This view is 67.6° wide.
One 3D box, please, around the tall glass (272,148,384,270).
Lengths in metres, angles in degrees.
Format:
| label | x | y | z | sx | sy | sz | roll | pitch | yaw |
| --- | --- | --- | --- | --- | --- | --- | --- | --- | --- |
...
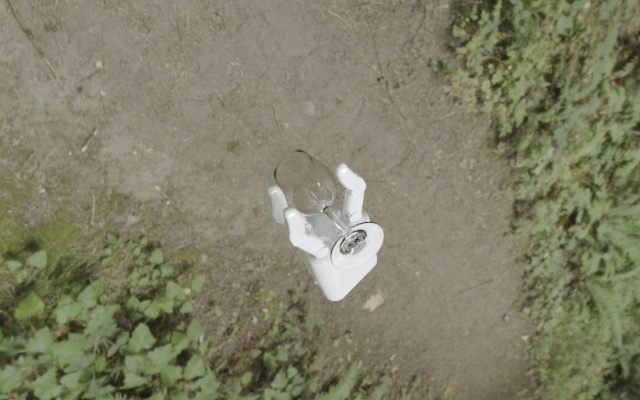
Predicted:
| label | x | y | z | sx | sy | sz | roll | pitch | yaw |
| --- | --- | --- | --- | --- | --- | --- | --- | --- | --- |
| tall glass | 0.000 | 0.002 | 0.647 | 0.079 | 0.079 | 0.201 | 0 | 34 | -33 |
